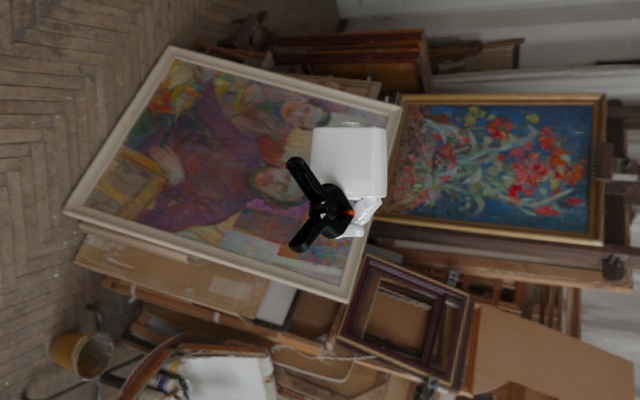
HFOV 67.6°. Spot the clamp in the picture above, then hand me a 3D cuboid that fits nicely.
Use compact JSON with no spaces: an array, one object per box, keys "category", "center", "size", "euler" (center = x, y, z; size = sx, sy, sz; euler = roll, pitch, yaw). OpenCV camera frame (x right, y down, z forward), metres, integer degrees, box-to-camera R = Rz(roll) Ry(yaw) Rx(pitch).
[{"category":"clamp","center":[0.001,0.002,0.655],"size":[0.039,0.120,0.171],"euler":[0,2,24]}]
